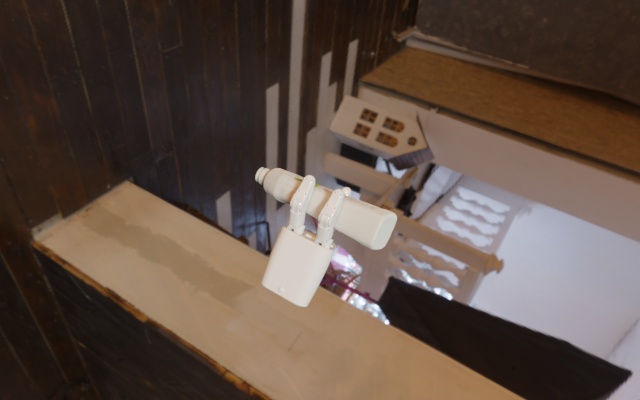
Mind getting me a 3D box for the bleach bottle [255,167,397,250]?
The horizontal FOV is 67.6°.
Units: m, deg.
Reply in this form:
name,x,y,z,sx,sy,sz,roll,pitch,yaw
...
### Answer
name,x,y,z,sx,sy,sz,roll,pitch,yaw
bleach bottle,0.000,0.003,0.823,0.251,0.068,0.102,25,5,21
